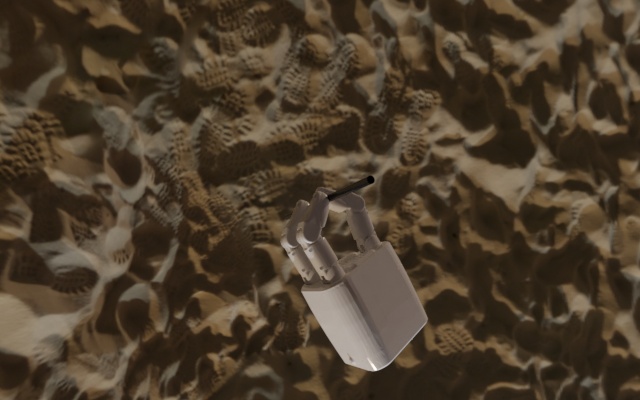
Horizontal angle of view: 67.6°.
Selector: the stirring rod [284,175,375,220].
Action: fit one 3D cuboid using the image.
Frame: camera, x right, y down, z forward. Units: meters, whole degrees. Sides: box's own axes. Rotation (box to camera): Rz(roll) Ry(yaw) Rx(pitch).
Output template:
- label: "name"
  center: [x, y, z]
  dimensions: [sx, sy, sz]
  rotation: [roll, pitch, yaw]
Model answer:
- label: "stirring rod"
  center: [0.000, 0.002, 0.546]
  dimensions: [0.011, 0.011, 0.239]
  rotation: [0, -10, -23]
